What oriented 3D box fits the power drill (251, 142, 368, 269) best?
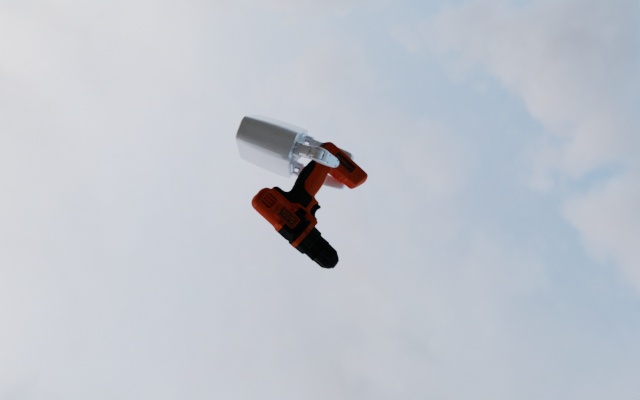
[{"bbox_3d":[0.000,0.002,0.844,0.184,0.187,0.057,43,-23,-4],"label":"power drill"}]
